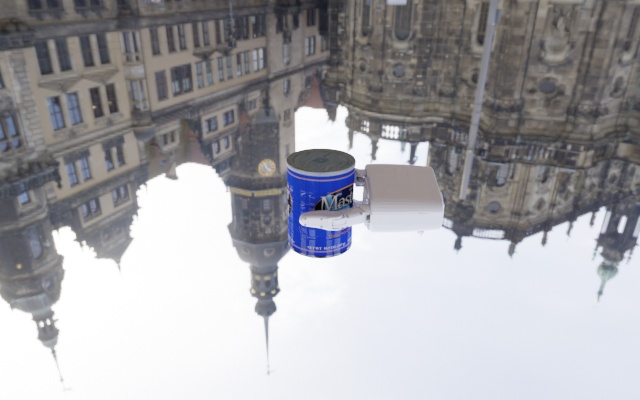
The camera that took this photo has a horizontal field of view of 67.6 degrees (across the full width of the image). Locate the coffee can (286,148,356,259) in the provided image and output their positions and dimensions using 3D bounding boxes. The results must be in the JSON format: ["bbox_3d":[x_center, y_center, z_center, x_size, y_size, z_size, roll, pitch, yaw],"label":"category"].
[{"bbox_3d":[0.000,0.002,0.731,0.103,0.140,0.102,1,25,0],"label":"coffee can"}]
